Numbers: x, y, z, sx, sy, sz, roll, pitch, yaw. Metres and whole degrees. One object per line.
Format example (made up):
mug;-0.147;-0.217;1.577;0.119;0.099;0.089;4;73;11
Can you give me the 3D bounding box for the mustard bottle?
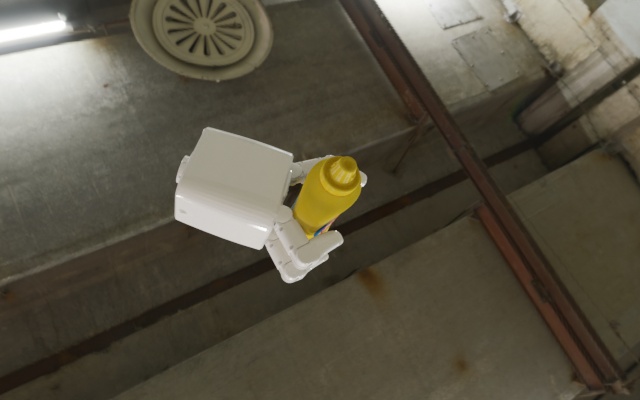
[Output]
mustard bottle;0.000;0.002;0.547;0.096;0.058;0.192;-48;-4;-29
